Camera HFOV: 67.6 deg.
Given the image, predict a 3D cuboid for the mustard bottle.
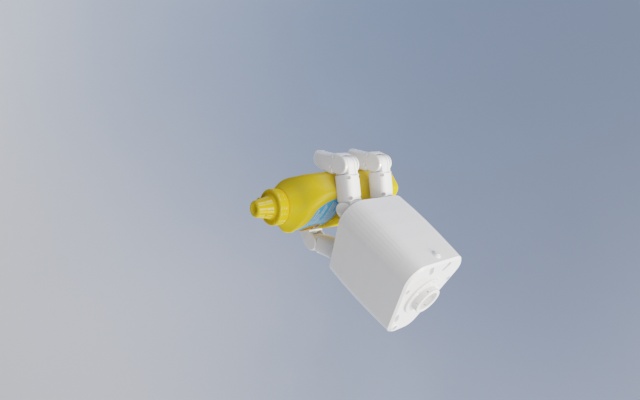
[{"bbox_3d":[0.000,0.002,0.573,0.191,0.058,0.096,-7,-24,-42],"label":"mustard bottle"}]
